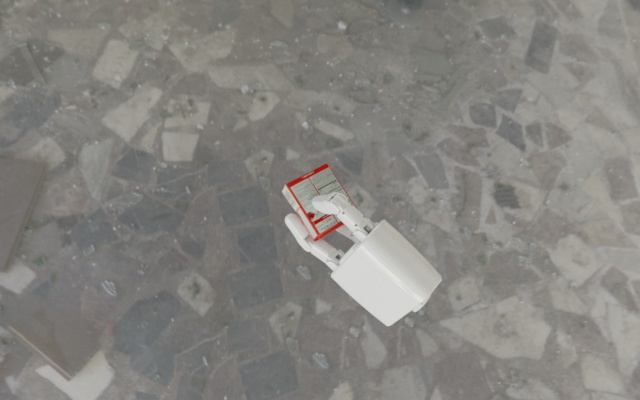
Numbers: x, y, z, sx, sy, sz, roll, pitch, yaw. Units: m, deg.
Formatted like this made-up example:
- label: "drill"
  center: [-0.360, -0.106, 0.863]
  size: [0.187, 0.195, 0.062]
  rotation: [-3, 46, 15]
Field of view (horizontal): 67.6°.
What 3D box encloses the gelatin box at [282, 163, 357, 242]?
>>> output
- label: "gelatin box"
  center: [0.000, 0.002, 0.671]
  size: [0.073, 0.089, 0.030]
  rotation: [-29, -9, -25]
